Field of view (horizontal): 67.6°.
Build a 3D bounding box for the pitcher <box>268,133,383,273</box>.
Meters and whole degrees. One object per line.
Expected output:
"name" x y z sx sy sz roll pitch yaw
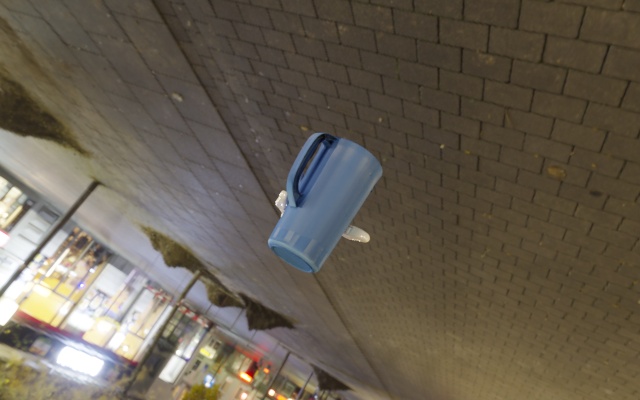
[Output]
"pitcher" 0.000 0.003 0.896 0.149 0.242 0.145 30 -20 5
